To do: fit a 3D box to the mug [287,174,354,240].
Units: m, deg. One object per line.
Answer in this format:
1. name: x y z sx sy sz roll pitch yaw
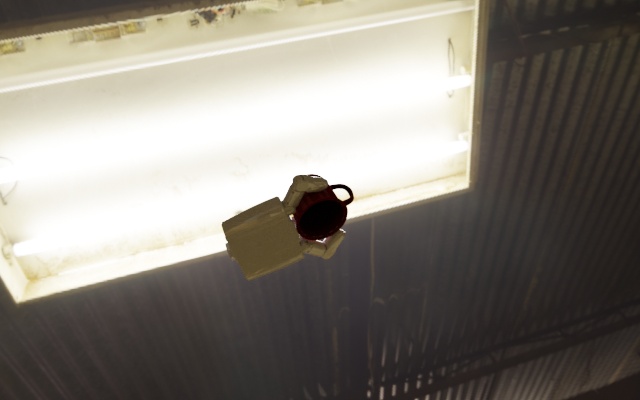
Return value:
1. mug: 0.001 0.002 0.822 0.117 0.093 0.081 -24 45 -7
